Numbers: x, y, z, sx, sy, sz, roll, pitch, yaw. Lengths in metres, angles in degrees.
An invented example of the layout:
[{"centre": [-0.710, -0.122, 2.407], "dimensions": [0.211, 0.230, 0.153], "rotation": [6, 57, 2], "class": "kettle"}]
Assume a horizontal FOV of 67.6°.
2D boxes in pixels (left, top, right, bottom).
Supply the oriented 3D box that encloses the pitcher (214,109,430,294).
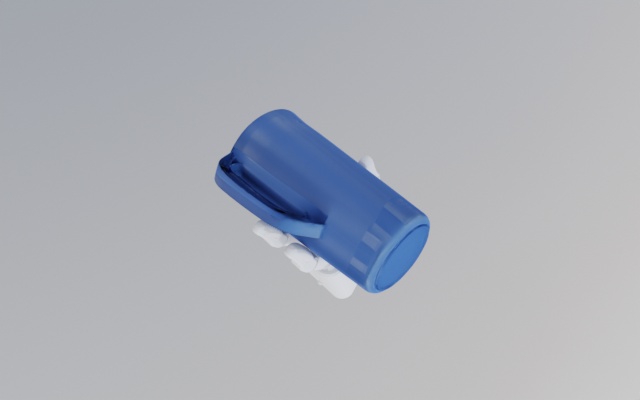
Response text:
[{"centre": [0.000, 0.002, 0.575], "dimensions": [0.242, 0.149, 0.145], "rotation": [37, -15, 29], "class": "pitcher"}]
